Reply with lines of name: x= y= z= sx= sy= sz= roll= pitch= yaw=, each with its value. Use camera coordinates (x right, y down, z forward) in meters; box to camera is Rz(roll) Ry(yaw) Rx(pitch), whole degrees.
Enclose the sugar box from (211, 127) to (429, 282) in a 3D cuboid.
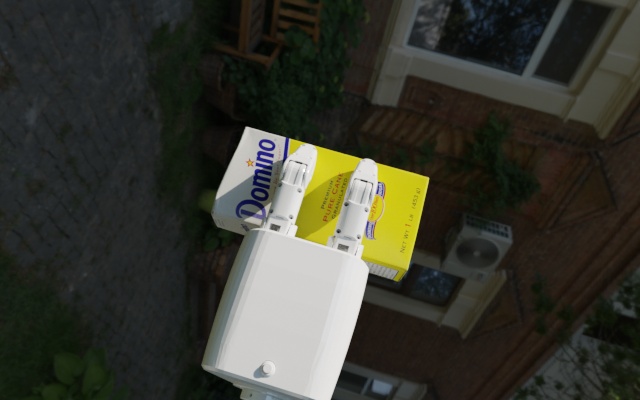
sugar box: x=0.000 y=0.001 z=0.433 sx=0.176 sy=0.093 sz=0.048 roll=16 pitch=-23 yaw=3
